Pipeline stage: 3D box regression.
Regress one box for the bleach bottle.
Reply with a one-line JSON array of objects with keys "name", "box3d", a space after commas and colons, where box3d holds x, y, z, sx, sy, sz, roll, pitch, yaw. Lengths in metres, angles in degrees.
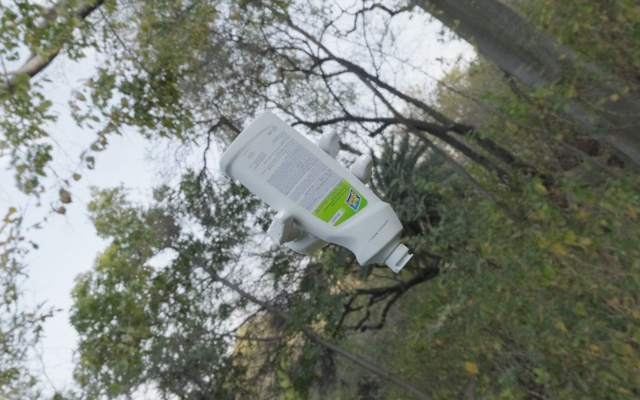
[{"name": "bleach bottle", "box3d": [0.000, 0.002, 0.583, 0.251, 0.102, 0.068, 40, -4, 12]}]
